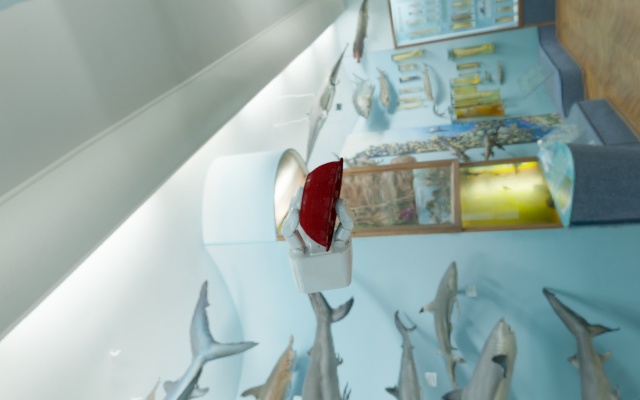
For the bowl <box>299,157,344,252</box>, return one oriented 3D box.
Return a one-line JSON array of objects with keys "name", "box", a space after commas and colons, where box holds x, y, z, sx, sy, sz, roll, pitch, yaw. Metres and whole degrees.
[{"name": "bowl", "box": [0.000, 0.001, 0.805, 0.055, 0.162, 0.162, 9, 1, 5]}]
